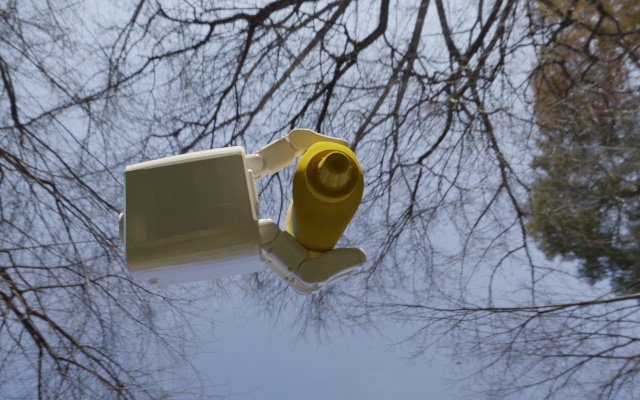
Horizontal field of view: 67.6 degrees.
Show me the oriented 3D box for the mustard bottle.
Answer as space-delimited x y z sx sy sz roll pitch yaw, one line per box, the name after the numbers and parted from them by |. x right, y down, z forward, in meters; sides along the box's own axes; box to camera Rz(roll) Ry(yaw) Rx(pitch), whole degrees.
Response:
0.000 0.001 0.429 0.058 0.096 0.192 13 -18 -2 | mustard bottle
